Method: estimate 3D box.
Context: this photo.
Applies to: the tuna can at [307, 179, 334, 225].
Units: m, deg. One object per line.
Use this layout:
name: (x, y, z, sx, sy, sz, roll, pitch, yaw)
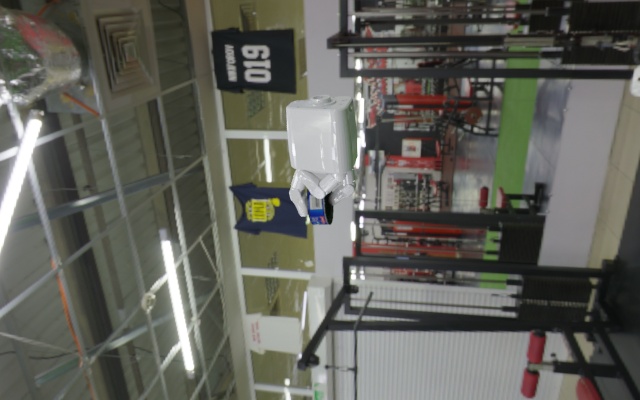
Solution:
tuna can: (0.000, 0.003, 0.876, 0.034, 0.086, 0.086, -3, -1, 12)
